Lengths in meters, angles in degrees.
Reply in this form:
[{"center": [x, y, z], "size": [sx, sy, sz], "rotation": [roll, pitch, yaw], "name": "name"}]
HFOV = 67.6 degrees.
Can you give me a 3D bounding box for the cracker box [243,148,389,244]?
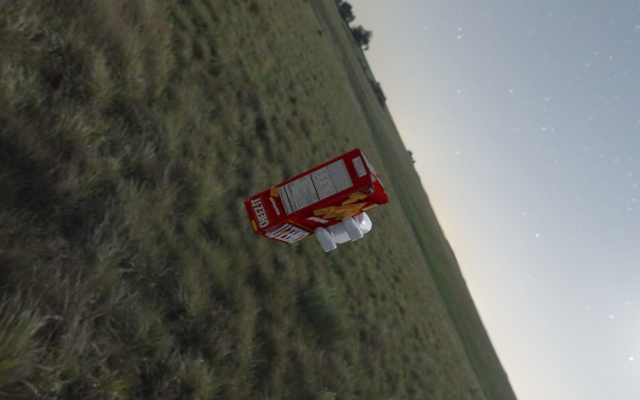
[{"center": [0.000, 0.003, 0.836], "size": [0.214, 0.072, 0.164], "rotation": [-24, -17, 11], "name": "cracker box"}]
